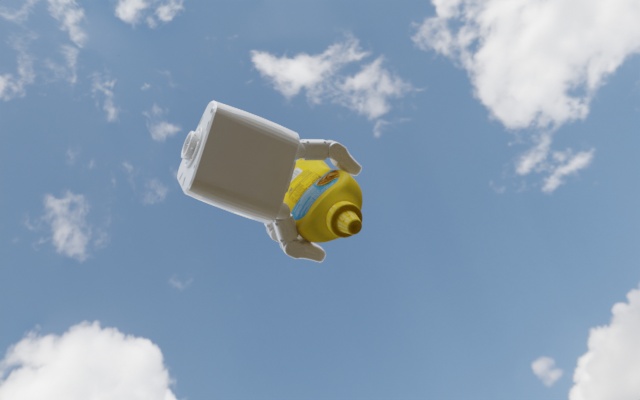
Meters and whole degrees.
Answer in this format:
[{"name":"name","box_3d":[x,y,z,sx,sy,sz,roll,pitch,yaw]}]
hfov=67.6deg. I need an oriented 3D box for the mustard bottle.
[{"name":"mustard bottle","box_3d":[0.000,0.002,0.598,0.058,0.096,0.191,47,-5,-28]}]
